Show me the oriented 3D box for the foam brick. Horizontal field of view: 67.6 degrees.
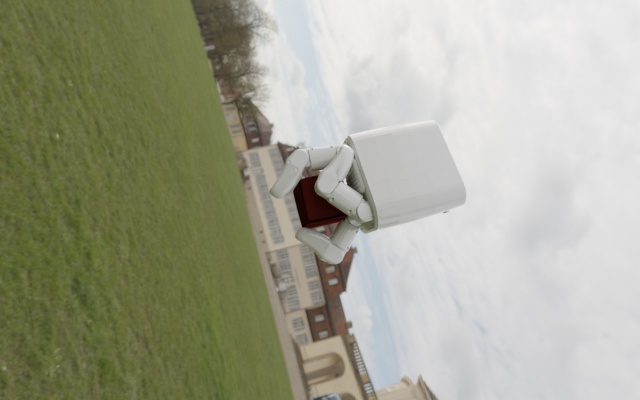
[{"bbox_3d":[0.000,0.002,0.561,0.051,0.053,0.078,-13,-6,-8],"label":"foam brick"}]
